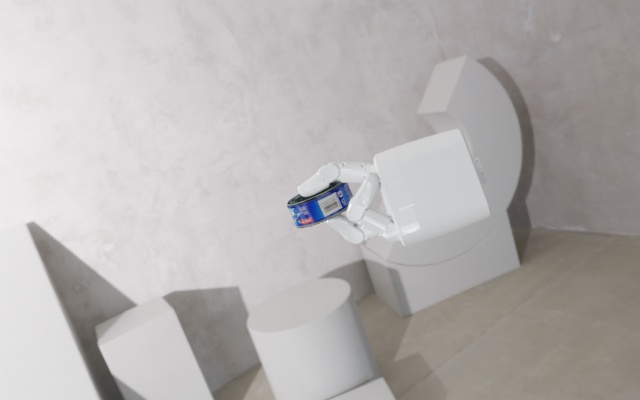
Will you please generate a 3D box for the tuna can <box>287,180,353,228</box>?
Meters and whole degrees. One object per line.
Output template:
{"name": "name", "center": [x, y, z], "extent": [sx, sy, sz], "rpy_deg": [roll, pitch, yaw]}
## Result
{"name": "tuna can", "center": [0.000, 0.002, 0.620], "extent": [0.086, 0.034, 0.086], "rpy_deg": [-23, 11, 5]}
